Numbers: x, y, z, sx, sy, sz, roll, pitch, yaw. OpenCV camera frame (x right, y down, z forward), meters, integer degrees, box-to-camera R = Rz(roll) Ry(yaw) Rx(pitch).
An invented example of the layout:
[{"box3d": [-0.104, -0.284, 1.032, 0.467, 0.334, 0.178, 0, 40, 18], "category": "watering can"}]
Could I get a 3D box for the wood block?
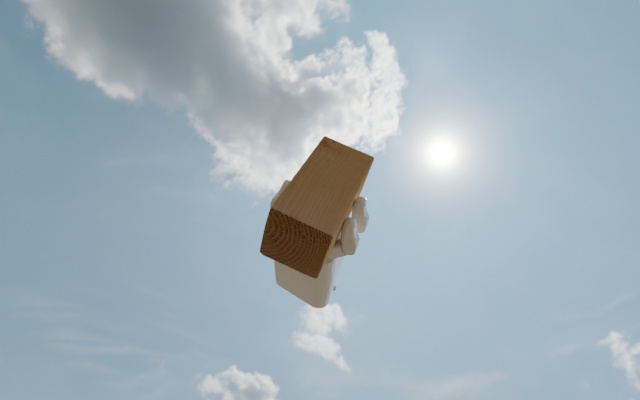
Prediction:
[{"box3d": [0.000, 0.002, 0.706, 0.091, 0.090, 0.206, 23, 40, 6], "category": "wood block"}]
